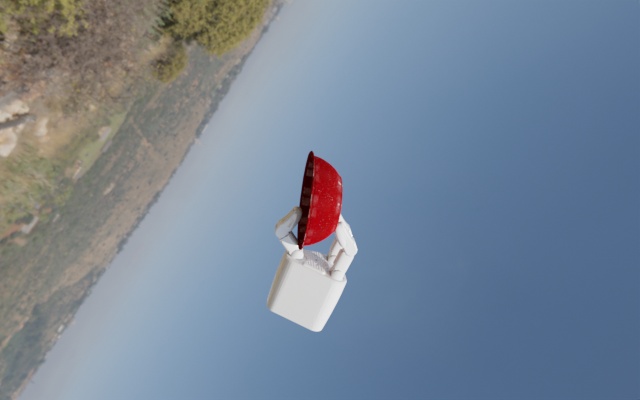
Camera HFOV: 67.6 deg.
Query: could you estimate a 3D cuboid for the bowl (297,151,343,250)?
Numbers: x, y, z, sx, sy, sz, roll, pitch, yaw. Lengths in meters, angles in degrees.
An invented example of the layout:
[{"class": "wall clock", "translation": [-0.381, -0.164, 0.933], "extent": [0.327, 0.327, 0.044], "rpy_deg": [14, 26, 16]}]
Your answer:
[{"class": "bowl", "translation": [0.001, 0.001, 0.772], "extent": [0.055, 0.162, 0.162], "rpy_deg": [6, -1, -7]}]
